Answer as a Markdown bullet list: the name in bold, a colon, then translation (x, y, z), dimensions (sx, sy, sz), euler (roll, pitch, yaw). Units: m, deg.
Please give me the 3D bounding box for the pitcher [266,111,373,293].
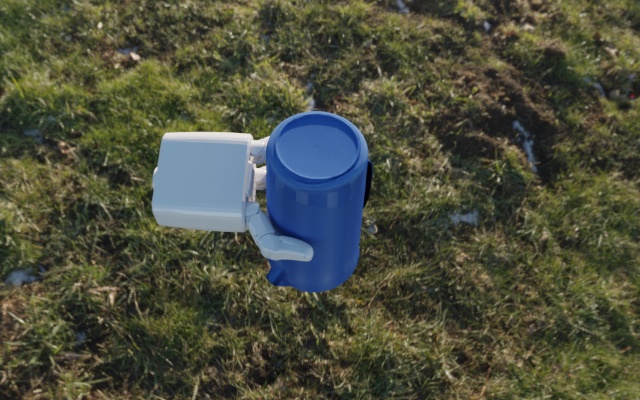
- **pitcher**: translation (0.000, 0.002, 0.597), dimensions (0.145, 0.149, 0.243), euler (2, -33, -1)
